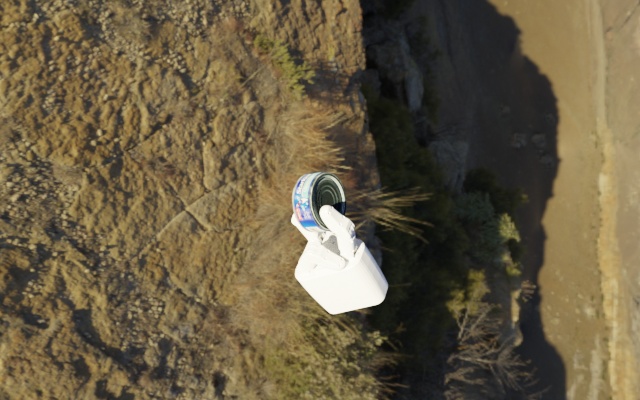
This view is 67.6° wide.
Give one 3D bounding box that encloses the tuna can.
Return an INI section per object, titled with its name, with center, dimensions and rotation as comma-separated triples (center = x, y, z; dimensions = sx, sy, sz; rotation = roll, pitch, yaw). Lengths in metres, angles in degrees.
[tuna can]
center = 0.001, 0.002, 0.683
dimensions = 0.034, 0.086, 0.086
rotation = -5, -3, 39
